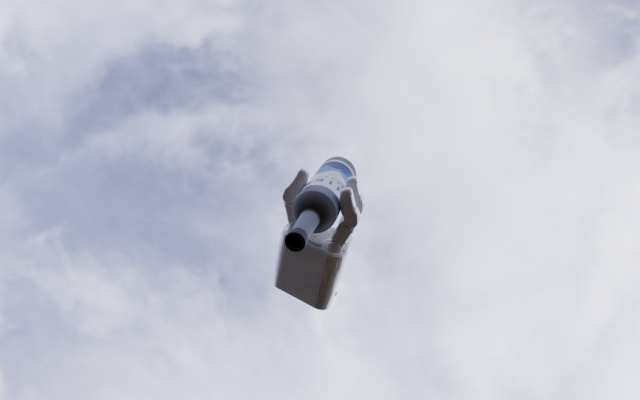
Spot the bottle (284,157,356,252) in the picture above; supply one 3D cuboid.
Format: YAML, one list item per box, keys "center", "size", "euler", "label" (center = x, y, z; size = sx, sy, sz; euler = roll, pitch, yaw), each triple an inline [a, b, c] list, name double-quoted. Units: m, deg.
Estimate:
- center: [0.000, 0.002, 0.722]
  size: [0.069, 0.069, 0.295]
  euler: [0, 20, 13]
  label: "bottle"
